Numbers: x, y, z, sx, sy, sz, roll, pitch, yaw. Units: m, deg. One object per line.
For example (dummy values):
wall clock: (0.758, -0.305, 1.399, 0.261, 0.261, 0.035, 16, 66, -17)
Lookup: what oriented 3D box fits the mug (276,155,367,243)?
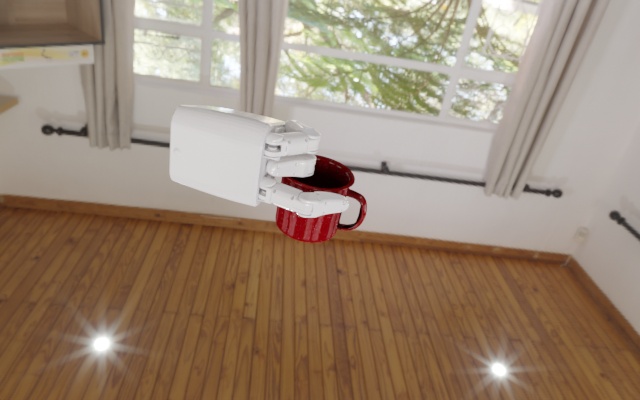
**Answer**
mug: (0.001, 0.003, 0.594, 0.117, 0.081, 0.093, 17, 30, 7)
